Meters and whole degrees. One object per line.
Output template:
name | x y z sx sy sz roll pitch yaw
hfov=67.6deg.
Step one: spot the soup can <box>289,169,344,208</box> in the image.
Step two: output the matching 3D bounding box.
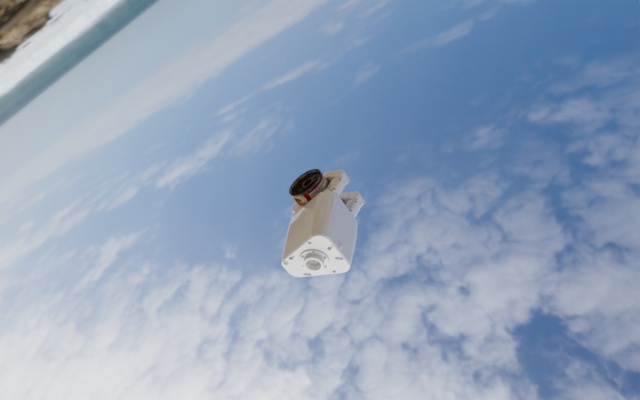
soup can | 0.000 0.003 0.859 0.068 0.068 0.102 0 -44 50
